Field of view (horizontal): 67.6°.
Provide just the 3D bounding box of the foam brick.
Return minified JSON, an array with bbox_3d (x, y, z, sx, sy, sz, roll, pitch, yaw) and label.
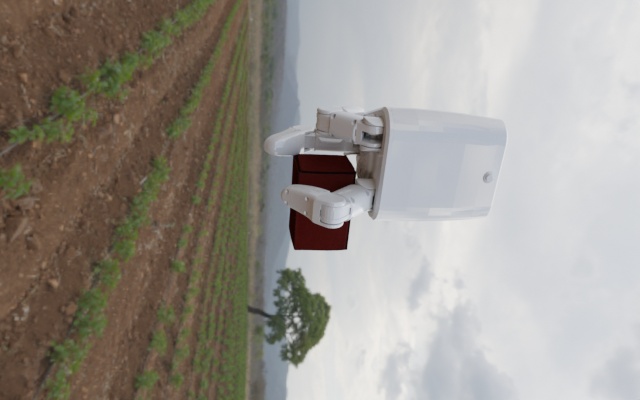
[{"bbox_3d":[0.000,0.002,0.441,0.051,0.078,0.053,1,23,-10],"label":"foam brick"}]
